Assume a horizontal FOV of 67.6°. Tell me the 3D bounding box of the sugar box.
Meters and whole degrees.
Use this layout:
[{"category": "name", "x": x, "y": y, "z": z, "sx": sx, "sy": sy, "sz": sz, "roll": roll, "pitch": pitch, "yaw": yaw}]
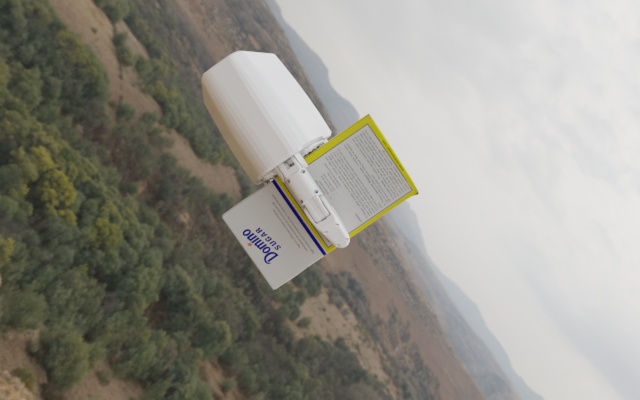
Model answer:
[{"category": "sugar box", "x": 0.000, "y": 0.001, "z": 0.482, "sx": 0.176, "sy": 0.093, "sz": 0.048, "roll": -34, "pitch": 4, "yaw": 6}]
